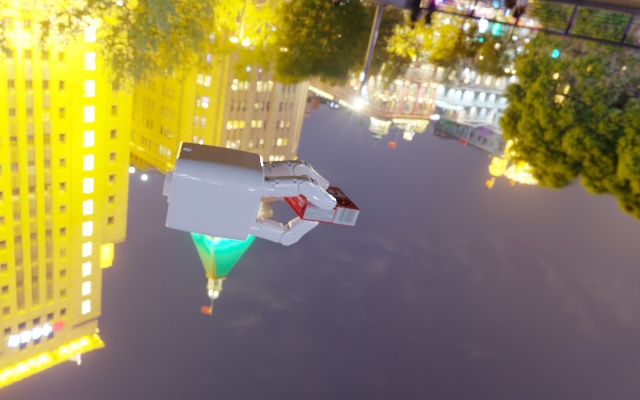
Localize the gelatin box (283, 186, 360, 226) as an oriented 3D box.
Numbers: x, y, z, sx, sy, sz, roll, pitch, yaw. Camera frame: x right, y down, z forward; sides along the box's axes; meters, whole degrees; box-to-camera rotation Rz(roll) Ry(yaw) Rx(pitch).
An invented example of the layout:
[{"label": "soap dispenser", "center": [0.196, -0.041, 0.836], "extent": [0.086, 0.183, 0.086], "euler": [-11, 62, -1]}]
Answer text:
[{"label": "gelatin box", "center": [0.000, 0.003, 0.668], "extent": [0.089, 0.030, 0.073], "euler": [9, 22, -29]}]
